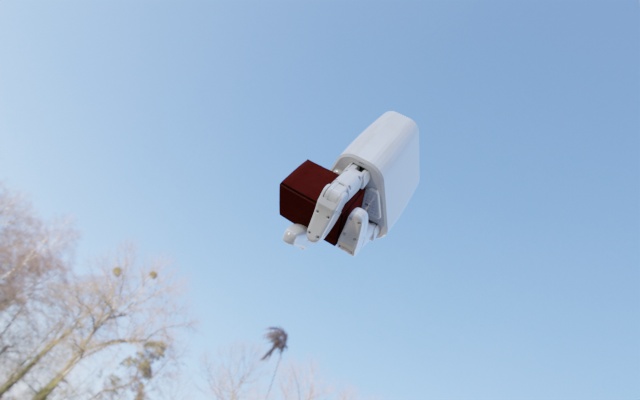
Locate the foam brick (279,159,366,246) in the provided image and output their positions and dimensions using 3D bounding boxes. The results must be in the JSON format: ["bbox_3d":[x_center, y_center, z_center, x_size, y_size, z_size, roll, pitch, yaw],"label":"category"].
[{"bbox_3d":[0.000,0.002,0.524,0.078,0.053,0.051,29,51,17],"label":"foam brick"}]
